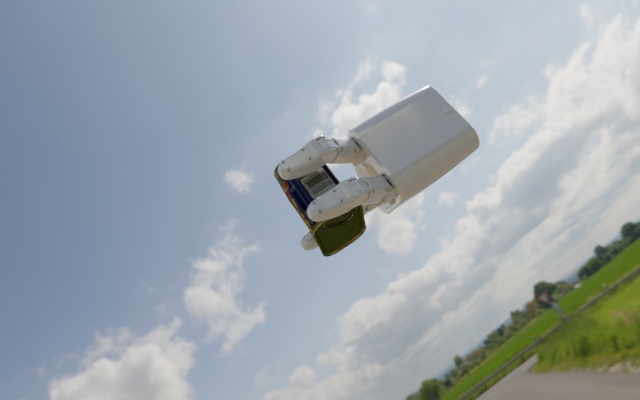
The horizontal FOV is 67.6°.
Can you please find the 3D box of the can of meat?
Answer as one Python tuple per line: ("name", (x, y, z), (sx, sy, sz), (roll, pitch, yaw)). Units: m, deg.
("can of meat", (0.000, 0.002, 0.511), (0.057, 0.084, 0.102), (-34, -24, -5))
